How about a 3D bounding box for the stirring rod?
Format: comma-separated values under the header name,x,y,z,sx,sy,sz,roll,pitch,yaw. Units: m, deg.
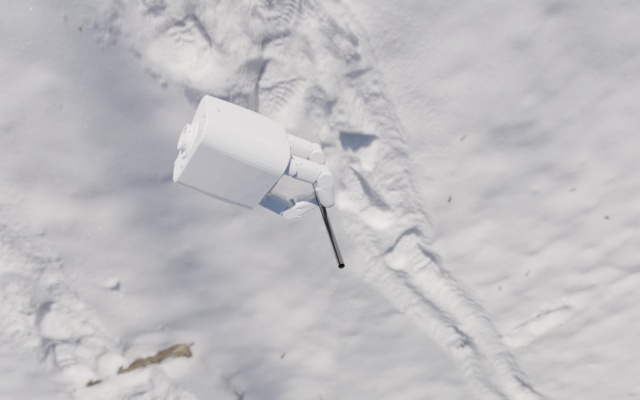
name,x,y,z,sx,sy,sz,roll,pitch,yaw
stirring rod,0.000,0.002,0.630,0.011,0.011,0.239,0,37,-14
